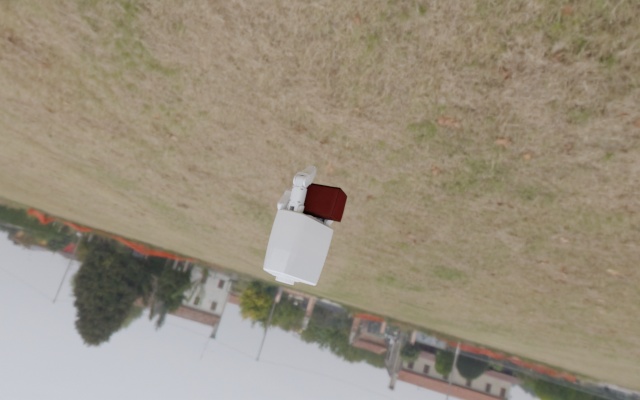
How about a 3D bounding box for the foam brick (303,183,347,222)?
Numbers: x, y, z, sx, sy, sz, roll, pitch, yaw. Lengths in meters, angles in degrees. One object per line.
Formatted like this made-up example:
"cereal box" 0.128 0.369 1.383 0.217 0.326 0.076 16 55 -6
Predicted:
"foam brick" 0.000 0.003 0.836 0.078 0.051 0.053 10 -13 23
